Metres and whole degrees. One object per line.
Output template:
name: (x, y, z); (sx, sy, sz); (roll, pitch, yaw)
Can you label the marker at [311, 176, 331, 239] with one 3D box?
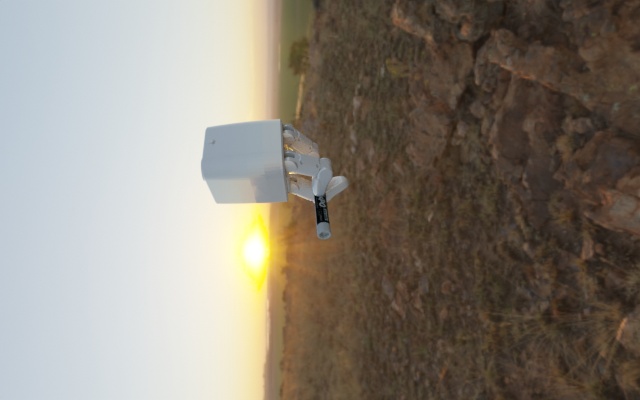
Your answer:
marker: (0.000, 0.002, 0.674); (0.020, 0.121, 0.020); (-4, -43, -3)
